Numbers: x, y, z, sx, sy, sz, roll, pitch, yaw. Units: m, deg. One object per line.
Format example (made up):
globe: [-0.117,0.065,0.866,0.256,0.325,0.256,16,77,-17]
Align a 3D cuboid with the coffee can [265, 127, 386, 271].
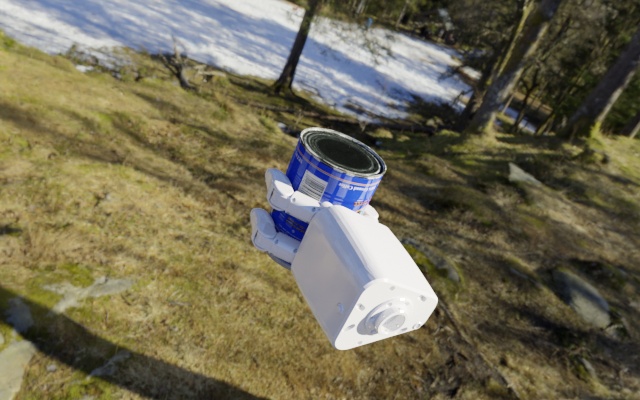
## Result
coffee can: [0.000,0.002,0.554,0.103,0.140,0.102,19,28,-10]
